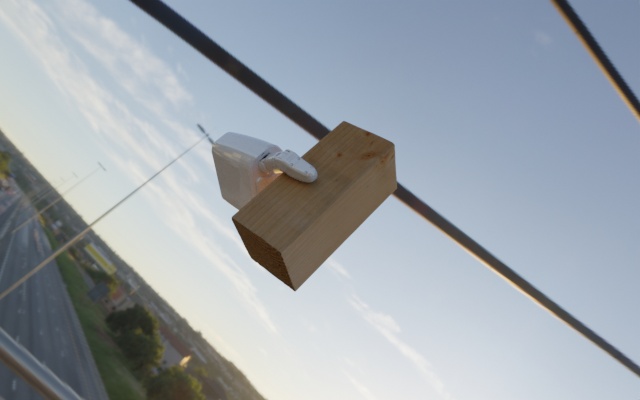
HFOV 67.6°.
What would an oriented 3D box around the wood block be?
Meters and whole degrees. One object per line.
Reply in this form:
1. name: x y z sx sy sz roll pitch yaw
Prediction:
1. wood block: 0.000 0.002 0.616 0.090 0.091 0.206 31 62 32
